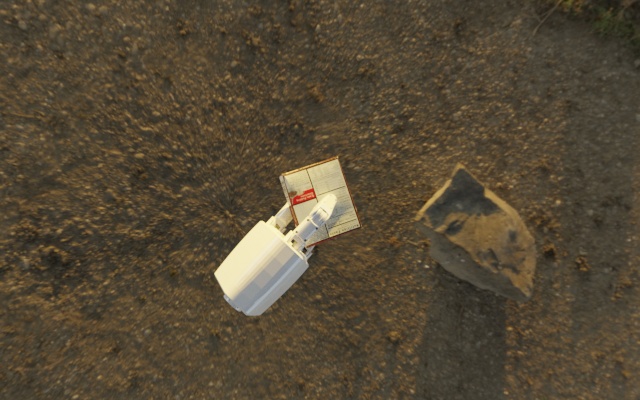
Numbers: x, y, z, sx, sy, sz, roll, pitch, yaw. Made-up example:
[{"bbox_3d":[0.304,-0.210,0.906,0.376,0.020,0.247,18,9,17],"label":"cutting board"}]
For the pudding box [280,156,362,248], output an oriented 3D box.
[{"bbox_3d":[0.000,0.002,0.701,0.090,0.113,0.039,-19,3,-9],"label":"pudding box"}]
